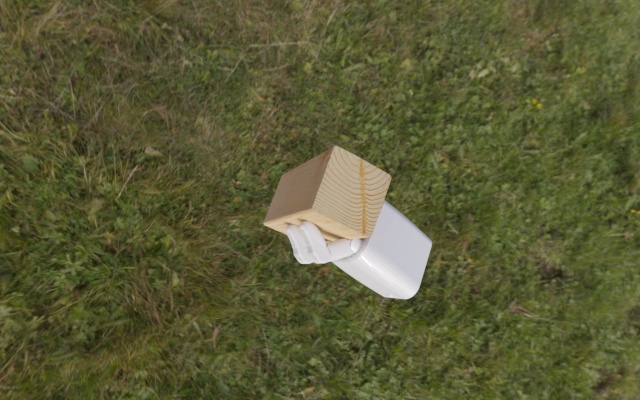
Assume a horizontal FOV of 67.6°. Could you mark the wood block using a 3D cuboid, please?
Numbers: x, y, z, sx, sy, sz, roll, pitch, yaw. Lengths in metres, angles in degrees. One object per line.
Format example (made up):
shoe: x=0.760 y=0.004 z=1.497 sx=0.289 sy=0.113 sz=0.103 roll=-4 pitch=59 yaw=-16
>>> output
wood block: x=0.001 y=0.002 z=0.684 sx=0.090 sy=0.090 sz=0.206 roll=26 pitch=-17 yaw=-18
